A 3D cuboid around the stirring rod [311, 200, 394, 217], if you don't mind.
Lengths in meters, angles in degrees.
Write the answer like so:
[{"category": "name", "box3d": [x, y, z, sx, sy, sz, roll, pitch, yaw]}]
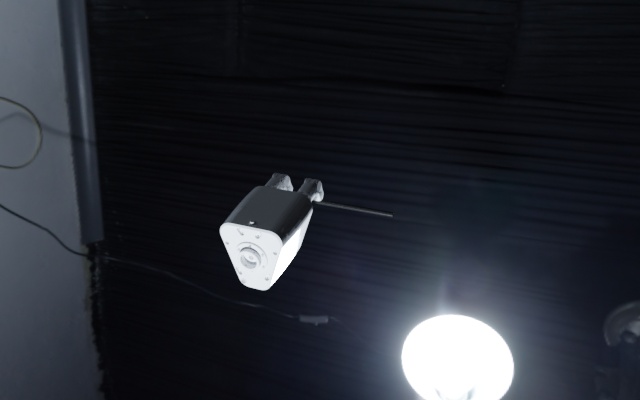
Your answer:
[{"category": "stirring rod", "box3d": [0.000, 0.003, 0.779, 0.239, 0.011, 0.011, 10, 3, 17]}]
